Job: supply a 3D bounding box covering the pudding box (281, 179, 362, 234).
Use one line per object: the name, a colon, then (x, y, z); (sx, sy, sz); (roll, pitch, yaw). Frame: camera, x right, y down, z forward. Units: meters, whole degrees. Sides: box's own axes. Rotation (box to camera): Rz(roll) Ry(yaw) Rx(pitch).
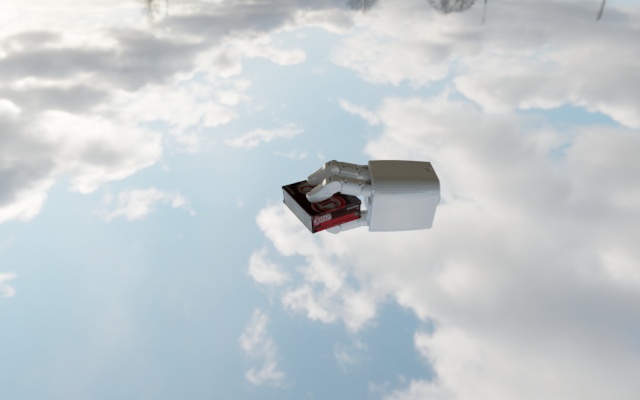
pudding box: (0.000, 0.003, 0.776); (0.090, 0.039, 0.113); (-16, 31, -24)
